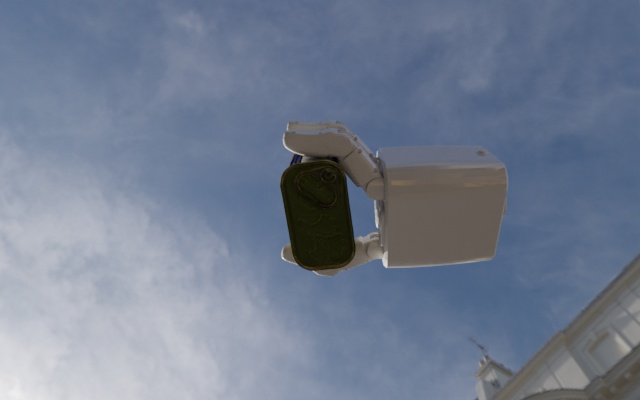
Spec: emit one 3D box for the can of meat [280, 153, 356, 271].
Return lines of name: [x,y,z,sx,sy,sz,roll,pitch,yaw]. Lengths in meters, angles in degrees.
can of meat: [0.000,0.001,0.454,0.057,0.102,0.084,-7,19,5]
